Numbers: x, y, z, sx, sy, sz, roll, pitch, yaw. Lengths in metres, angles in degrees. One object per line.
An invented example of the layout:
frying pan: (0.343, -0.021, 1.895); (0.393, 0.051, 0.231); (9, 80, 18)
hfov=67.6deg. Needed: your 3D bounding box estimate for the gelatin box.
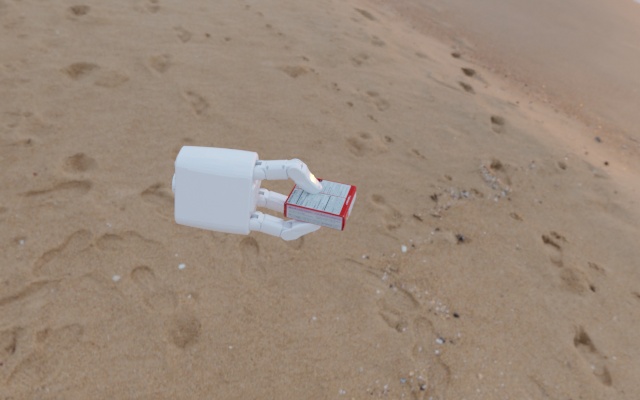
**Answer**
gelatin box: (0.000, 0.002, 0.683); (0.089, 0.030, 0.073); (12, 40, 12)
